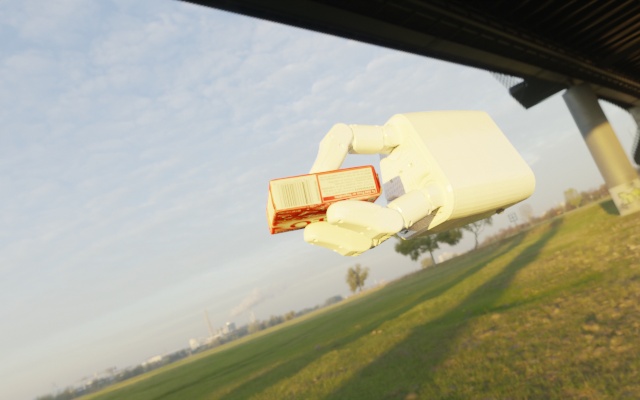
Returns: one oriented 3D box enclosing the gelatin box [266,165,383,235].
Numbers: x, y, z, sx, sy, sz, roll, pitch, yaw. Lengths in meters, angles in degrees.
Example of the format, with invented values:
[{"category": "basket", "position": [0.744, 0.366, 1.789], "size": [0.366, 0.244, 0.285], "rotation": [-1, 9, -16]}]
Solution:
[{"category": "gelatin box", "position": [0.000, 0.001, 0.407], "size": [0.089, 0.030, 0.073], "rotation": [-9, -16, -12]}]
